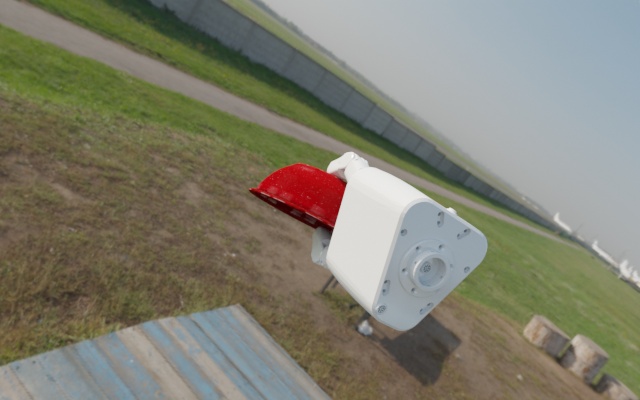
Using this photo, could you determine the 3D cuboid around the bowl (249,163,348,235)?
[{"bbox_3d":[-0.001,0.001,0.559,0.162,0.055,0.162,26,-7,3],"label":"bowl"}]
